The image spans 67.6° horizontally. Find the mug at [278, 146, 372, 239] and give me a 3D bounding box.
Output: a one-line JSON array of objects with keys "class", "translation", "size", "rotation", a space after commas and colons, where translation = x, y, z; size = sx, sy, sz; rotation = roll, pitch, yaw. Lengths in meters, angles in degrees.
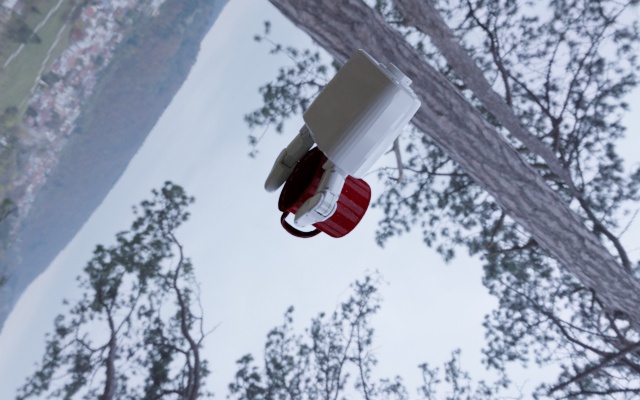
[{"class": "mug", "translation": [-0.001, 0.003, 0.582], "size": [0.081, 0.117, 0.093], "rotation": [33, 21, -20]}]
